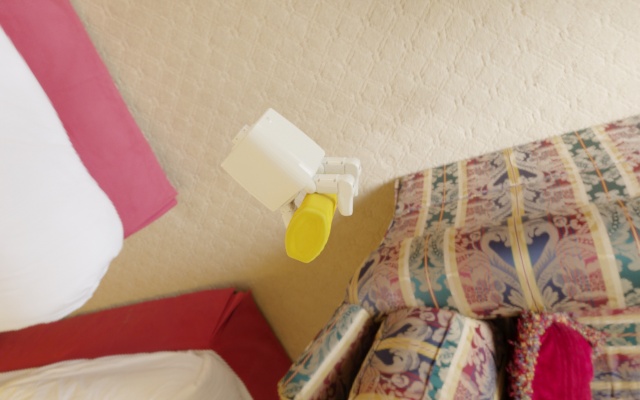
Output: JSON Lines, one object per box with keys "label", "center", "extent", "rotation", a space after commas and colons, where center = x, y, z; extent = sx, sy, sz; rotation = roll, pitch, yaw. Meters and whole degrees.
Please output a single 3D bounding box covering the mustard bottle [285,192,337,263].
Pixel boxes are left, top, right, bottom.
{"label": "mustard bottle", "center": [0.000, 0.003, 0.728], "extent": [0.058, 0.096, 0.191], "rotation": [20, 33, 2]}
